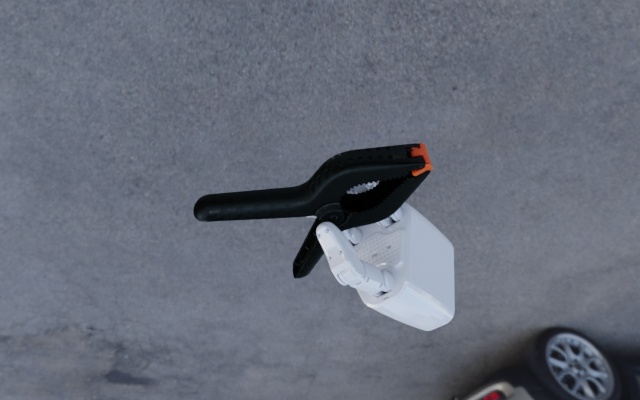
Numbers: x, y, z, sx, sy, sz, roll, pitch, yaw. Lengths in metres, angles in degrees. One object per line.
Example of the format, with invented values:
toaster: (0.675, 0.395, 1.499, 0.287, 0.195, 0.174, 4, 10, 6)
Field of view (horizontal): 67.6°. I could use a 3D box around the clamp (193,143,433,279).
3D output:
clamp: (0.001, 0.002, 0.444, 0.210, 0.036, 0.165, -32, -43, 27)
